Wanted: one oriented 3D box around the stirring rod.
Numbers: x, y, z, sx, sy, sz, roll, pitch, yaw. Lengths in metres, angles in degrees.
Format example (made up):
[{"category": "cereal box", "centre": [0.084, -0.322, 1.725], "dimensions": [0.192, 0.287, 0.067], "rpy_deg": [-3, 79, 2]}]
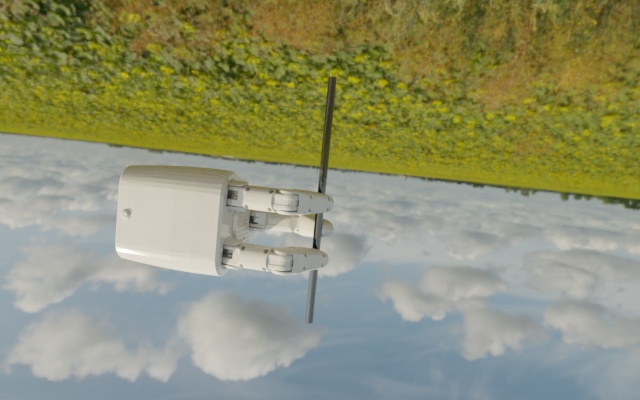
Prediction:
[{"category": "stirring rod", "centre": [0.000, 0.001, 0.466], "dimensions": [0.011, 0.239, 0.011], "rpy_deg": [6, 4, 0]}]
